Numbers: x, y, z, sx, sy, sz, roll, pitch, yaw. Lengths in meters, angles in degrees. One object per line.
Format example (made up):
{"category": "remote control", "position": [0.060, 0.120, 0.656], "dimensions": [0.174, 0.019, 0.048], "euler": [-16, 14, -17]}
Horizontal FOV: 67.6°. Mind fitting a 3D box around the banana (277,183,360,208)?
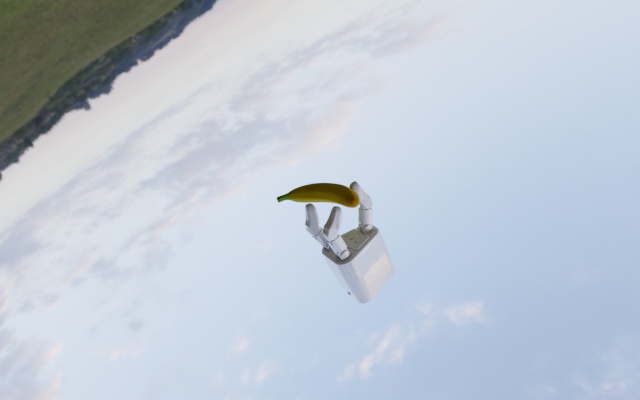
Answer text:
{"category": "banana", "position": [0.008, -0.007, 0.896], "dimensions": [0.198, 0.037, 0.069], "euler": [0, 33, 43]}
